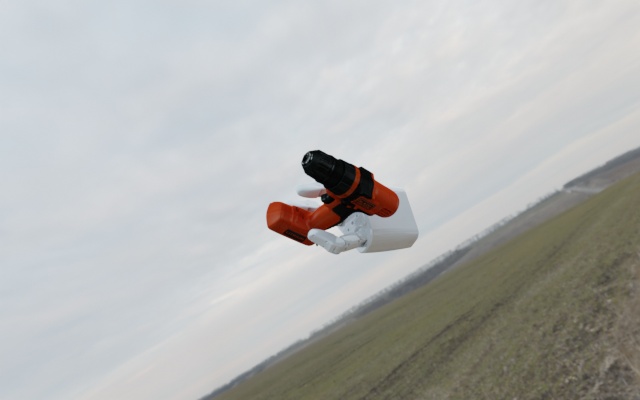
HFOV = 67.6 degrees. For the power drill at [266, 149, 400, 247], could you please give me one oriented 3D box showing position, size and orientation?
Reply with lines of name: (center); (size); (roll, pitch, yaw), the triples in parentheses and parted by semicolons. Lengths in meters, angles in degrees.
power drill: (0.000, 0.003, 0.742); (0.184, 0.057, 0.188); (28, -40, -34)
